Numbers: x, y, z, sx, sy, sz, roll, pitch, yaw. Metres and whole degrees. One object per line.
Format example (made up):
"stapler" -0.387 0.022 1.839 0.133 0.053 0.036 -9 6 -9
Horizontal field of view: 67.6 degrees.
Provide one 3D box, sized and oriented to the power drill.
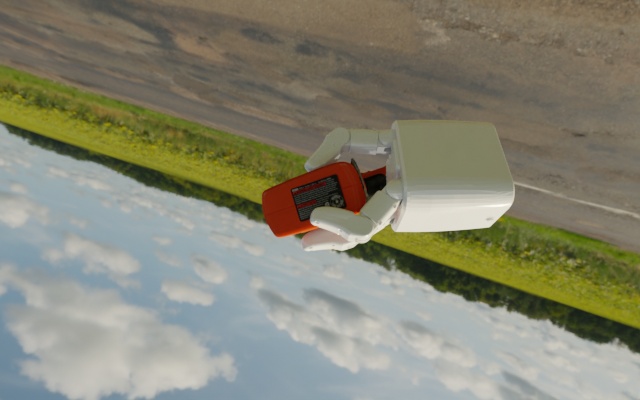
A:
"power drill" 0.000 0.002 0.562 0.184 0.057 0.187 -21 -3 15
